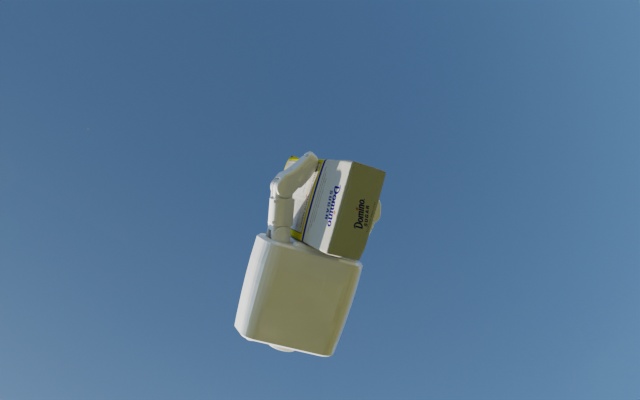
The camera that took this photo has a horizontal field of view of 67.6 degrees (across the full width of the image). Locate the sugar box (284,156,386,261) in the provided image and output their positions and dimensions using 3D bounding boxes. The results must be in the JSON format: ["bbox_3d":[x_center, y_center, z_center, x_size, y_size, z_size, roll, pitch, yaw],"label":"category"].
[{"bbox_3d":[0.000,0.002,0.528,0.048,0.093,0.176,16,0,-27],"label":"sugar box"}]
